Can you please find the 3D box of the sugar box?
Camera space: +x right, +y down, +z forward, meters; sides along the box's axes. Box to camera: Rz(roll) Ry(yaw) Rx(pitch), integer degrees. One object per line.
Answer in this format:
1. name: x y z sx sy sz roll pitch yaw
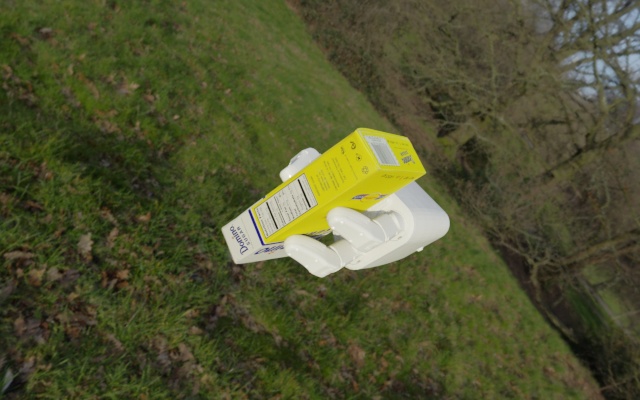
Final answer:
1. sugar box: 0.000 0.002 0.443 0.176 0.048 0.093 -37 -20 30
